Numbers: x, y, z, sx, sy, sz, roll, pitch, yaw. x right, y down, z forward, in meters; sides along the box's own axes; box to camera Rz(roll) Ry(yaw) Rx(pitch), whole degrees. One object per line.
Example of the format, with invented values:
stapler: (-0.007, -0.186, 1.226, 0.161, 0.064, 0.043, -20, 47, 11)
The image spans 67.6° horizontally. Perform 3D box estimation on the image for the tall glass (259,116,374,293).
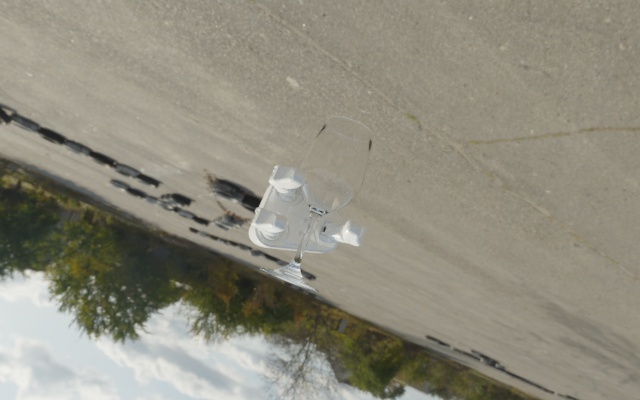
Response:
tall glass: (0.000, 0.002, 0.568, 0.079, 0.201, 0.079, 21, -12, 5)
